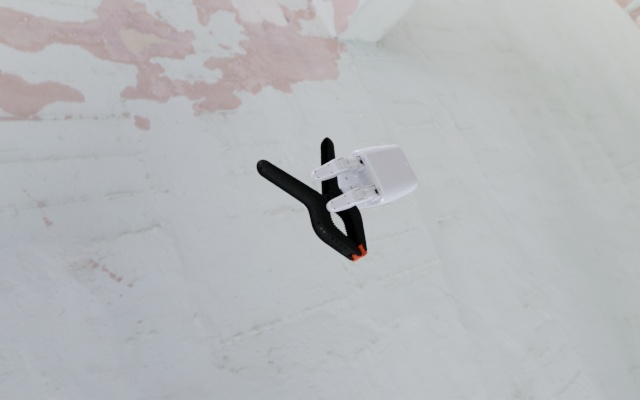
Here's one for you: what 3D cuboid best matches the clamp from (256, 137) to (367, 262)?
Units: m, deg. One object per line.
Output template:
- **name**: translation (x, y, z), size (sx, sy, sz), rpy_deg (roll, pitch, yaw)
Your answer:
- **clamp**: translation (0.000, 0.003, 0.744), size (0.164, 0.210, 0.036), rpy_deg (-17, -14, -41)
